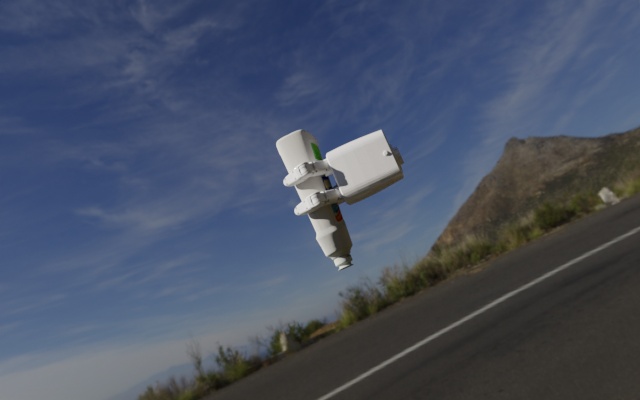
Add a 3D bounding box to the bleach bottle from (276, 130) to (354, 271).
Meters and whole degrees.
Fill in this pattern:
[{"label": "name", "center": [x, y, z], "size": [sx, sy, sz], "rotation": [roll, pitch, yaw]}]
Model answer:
[{"label": "bleach bottle", "center": [0.000, 0.003, 0.852], "size": [0.068, 0.250, 0.102], "rotation": [-25, -13, 11]}]
